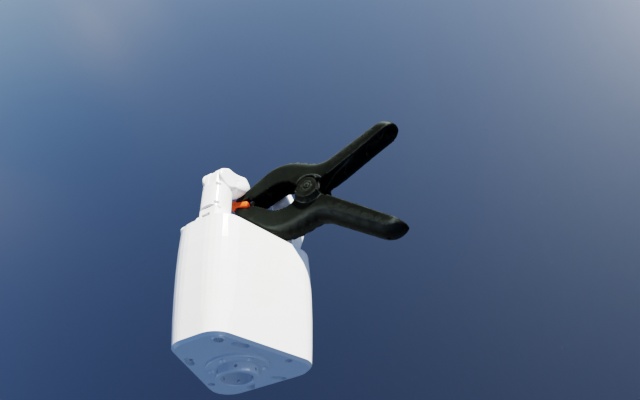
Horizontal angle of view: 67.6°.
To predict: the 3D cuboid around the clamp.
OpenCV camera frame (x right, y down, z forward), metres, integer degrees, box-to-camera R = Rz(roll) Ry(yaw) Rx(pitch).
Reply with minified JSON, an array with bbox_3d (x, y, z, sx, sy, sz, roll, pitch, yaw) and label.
[{"bbox_3d":[0.000,0.001,0.431,0.171,0.120,0.039,-22,-45,16],"label":"clamp"}]
